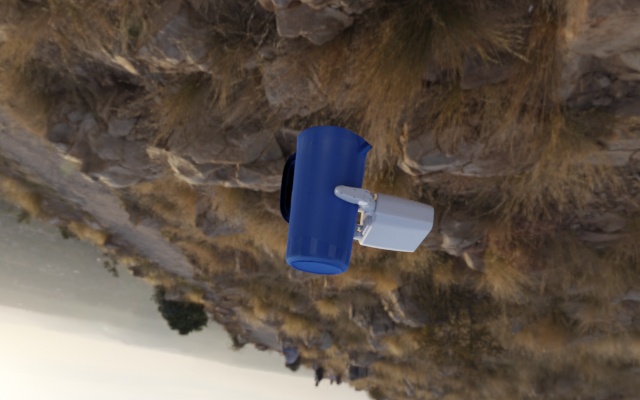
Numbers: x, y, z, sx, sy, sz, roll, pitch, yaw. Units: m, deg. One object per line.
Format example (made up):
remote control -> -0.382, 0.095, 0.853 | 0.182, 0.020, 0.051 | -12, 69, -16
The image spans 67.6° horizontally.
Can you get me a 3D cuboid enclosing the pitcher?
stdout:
pitcher -> 0.000, 0.003, 0.848 | 0.145, 0.242, 0.149 | 11, -20, -7
